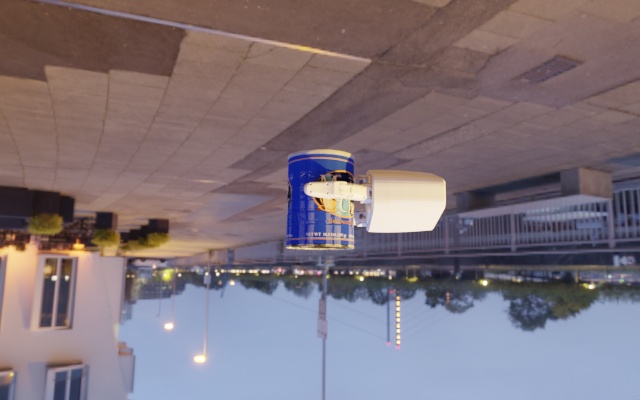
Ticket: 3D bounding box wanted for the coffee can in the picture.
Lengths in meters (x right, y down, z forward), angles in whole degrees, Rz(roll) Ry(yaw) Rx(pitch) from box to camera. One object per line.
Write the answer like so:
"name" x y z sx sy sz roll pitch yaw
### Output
"coffee can" 0.000 0.002 0.722 0.103 0.140 0.103 1 -8 0
